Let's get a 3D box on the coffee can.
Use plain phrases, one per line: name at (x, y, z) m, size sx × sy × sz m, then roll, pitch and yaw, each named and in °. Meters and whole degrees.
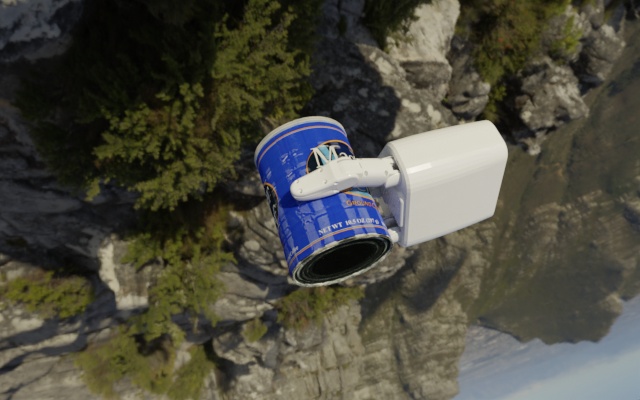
coffee can at (0.000, 0.001, 0.483) m, size 0.103 × 0.140 × 0.103 m, roll -16°, pitch -27°, yaw -9°
